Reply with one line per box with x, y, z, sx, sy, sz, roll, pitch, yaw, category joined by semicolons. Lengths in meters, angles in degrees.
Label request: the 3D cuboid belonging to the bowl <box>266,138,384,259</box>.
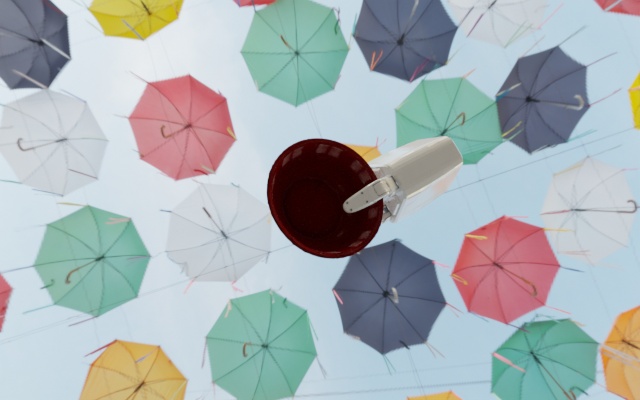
-0.001;0.002;0.630;0.162;0.162;0.055;0;-17;-23;bowl
